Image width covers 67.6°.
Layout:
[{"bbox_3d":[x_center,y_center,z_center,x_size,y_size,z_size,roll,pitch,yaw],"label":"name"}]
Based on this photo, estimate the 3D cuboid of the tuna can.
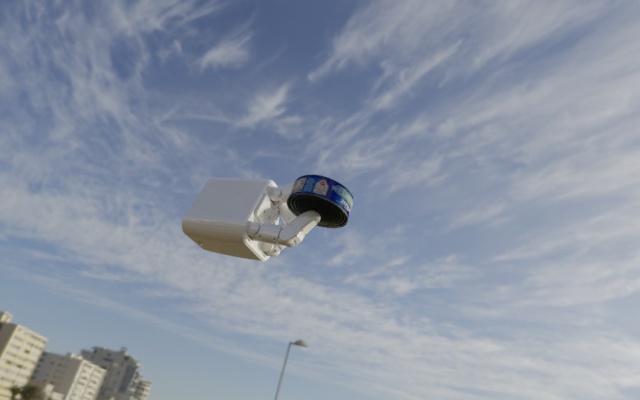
[{"bbox_3d":[0.000,0.002,0.639,0.086,0.033,0.086,16,-27,8],"label":"tuna can"}]
